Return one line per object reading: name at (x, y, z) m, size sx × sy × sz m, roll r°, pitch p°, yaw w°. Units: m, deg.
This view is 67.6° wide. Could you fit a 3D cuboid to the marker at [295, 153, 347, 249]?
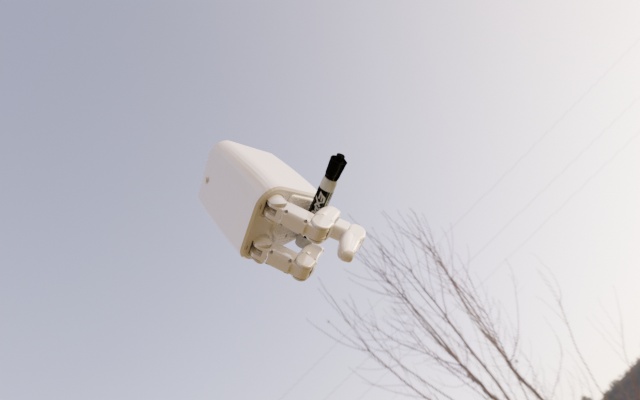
marker at (0.000, 0.002, 0.525) m, size 0.020 × 0.121 × 0.020 m, roll 18°, pitch 28°, yaw -10°
